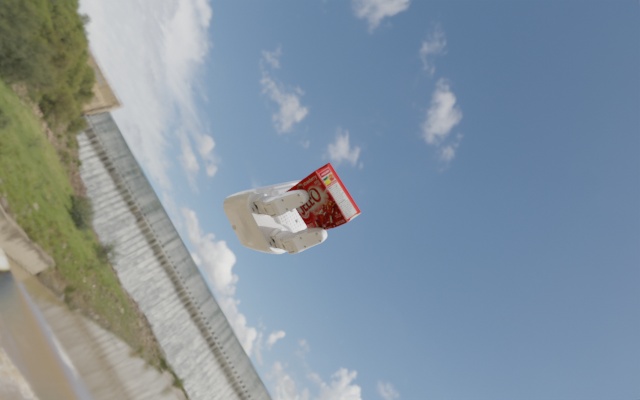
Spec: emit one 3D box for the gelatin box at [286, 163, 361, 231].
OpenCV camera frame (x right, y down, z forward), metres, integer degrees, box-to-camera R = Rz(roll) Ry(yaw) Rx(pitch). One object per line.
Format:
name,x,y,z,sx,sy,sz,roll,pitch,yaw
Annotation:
gelatin box,0.001,0.002,0.605,0.030,0.073,0.089,-33,2,-34
